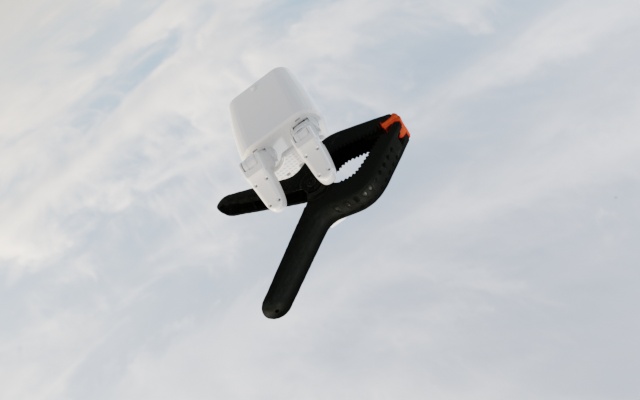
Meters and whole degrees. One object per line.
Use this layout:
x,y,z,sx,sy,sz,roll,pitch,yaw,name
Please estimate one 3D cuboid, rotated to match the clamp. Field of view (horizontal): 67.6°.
0.001,0.001,0.450,0.210,0.164,0.036,-35,-43,9,clamp
